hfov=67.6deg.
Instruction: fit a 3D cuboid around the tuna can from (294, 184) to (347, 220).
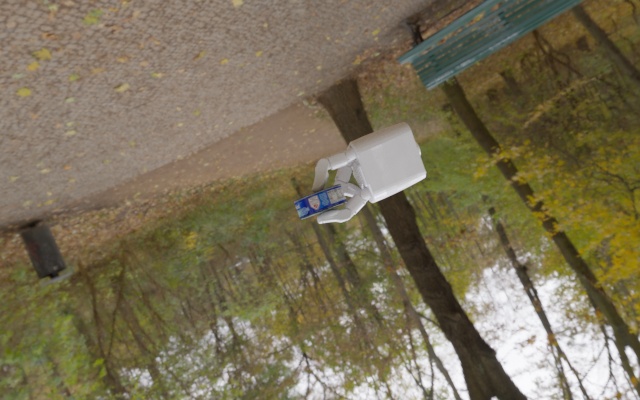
[{"bbox_3d":[0.000,0.003,0.807,0.086,0.034,0.086,-21,-2,-1],"label":"tuna can"}]
